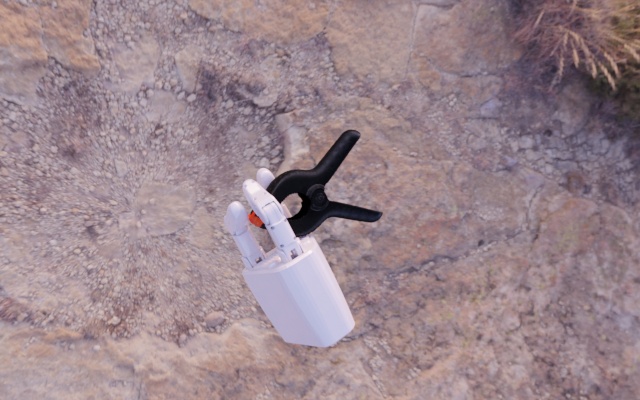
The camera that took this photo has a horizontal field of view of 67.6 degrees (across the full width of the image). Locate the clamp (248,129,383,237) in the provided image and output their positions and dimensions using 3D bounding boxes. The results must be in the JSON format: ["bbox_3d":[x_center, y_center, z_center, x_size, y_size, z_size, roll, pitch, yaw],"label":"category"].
[{"bbox_3d":[0.000,0.002,0.574,0.171,0.120,0.039,-31,11,-19],"label":"clamp"}]
